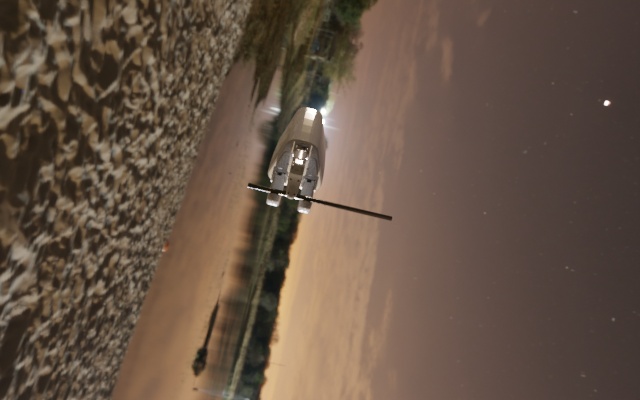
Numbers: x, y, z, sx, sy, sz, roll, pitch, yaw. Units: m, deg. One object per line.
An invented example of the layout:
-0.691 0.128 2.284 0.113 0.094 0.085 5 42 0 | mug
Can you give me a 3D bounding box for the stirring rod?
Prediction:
0.000 0.002 0.777 0.239 0.011 0.011 13 -1 -4 | stirring rod
